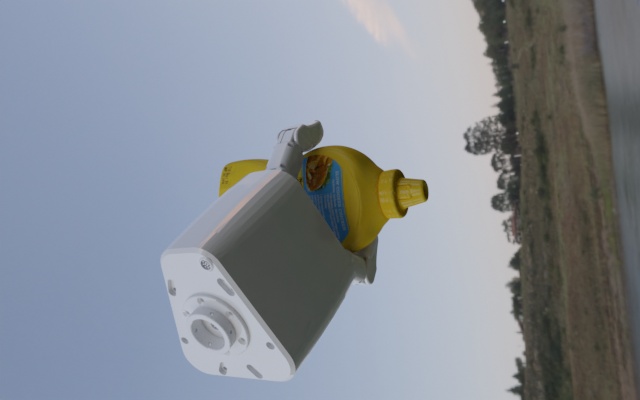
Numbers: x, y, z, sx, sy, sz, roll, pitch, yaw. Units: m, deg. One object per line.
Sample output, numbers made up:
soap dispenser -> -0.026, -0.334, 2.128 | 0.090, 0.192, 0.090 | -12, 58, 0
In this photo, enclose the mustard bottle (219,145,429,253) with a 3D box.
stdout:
mustard bottle -> 0.000, 0.001, 0.425 | 0.191, 0.096, 0.058 | -6, 0, 29
